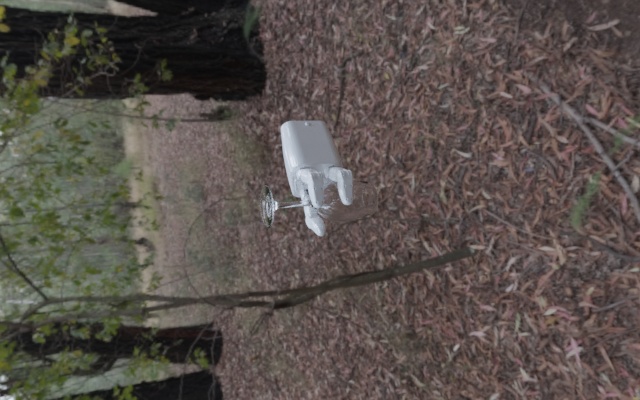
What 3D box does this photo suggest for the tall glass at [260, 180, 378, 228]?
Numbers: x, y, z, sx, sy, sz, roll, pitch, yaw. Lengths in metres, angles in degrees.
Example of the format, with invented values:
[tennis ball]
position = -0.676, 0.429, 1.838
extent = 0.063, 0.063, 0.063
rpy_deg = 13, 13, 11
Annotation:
[tall glass]
position = 0.000, 0.003, 0.845
extent = 0.201, 0.079, 0.079
rpy_deg = -4, 1, -22
